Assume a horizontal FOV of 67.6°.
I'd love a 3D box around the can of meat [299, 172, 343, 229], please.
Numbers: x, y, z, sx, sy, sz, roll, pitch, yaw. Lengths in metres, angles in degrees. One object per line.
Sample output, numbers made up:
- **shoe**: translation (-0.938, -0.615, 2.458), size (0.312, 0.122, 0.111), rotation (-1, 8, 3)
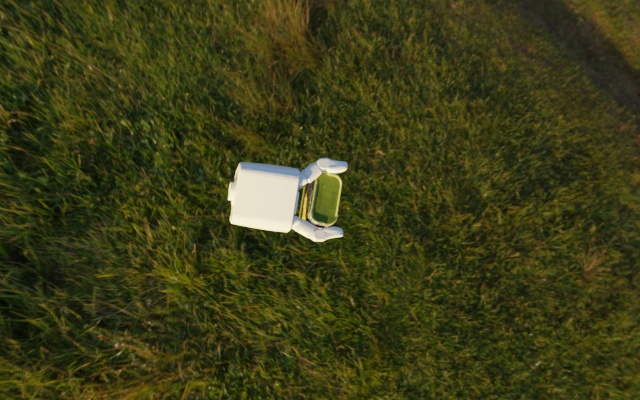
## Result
- **can of meat**: translation (0.000, 0.003, 0.895), size (0.057, 0.102, 0.084), rotation (12, -13, -13)
